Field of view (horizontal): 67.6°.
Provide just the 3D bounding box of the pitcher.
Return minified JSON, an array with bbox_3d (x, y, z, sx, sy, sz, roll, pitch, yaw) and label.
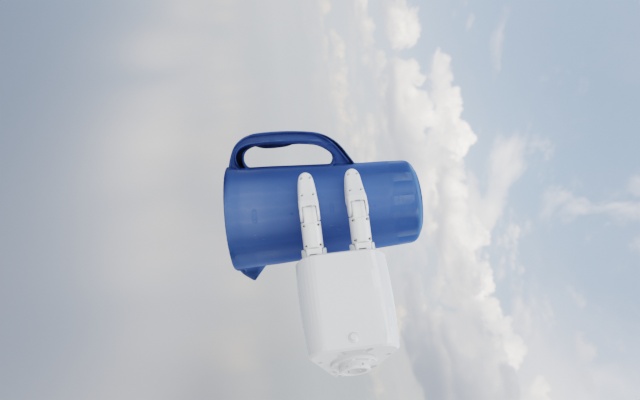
[{"bbox_3d":[0.000,0.002,0.612,0.243,0.145,0.149,-6,-35,-3],"label":"pitcher"}]
